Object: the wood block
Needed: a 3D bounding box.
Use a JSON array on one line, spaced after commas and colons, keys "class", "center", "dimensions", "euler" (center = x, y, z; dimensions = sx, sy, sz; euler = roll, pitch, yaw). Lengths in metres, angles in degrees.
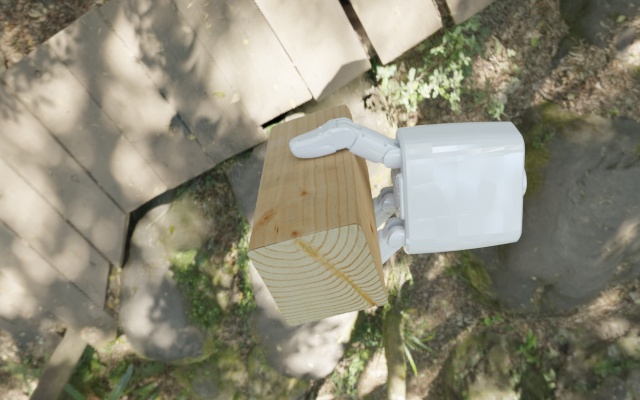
[{"class": "wood block", "center": [0.000, 0.001, 0.454], "dimensions": [0.090, 0.091, 0.206], "euler": [-15, 34, 10]}]
